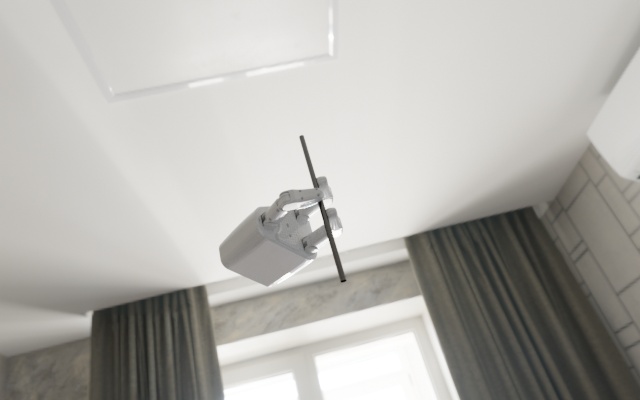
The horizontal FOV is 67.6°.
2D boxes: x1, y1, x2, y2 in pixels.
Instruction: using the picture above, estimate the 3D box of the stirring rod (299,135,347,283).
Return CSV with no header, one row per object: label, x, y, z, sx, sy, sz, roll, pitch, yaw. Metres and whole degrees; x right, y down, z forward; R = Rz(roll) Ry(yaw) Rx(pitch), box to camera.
stirring rod,0.000,0.002,0.658,0.011,0.239,0.011,-12,-32,-7
